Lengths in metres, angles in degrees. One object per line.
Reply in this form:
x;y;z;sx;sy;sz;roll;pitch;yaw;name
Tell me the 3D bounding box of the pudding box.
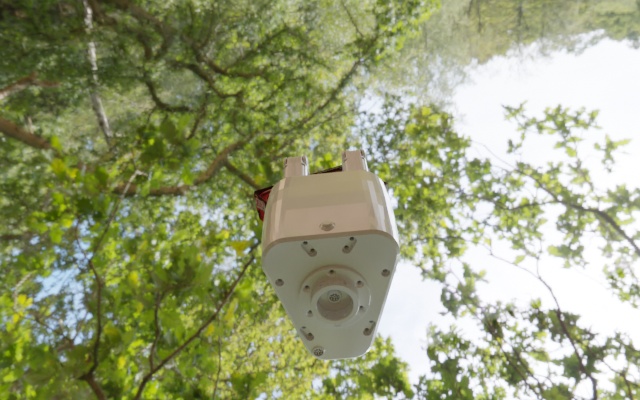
0.000;0.002;0.489;0.113;0.039;0.090;-16;24;-24;pudding box
